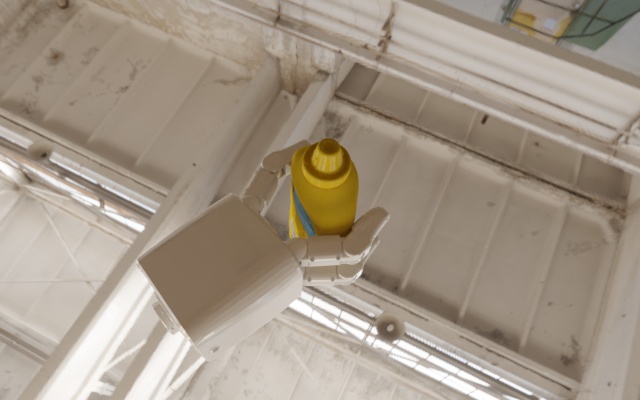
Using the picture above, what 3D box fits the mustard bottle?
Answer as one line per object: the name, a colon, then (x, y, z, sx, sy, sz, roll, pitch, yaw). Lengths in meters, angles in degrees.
mustard bottle: (0.000, 0.001, 0.460, 0.058, 0.096, 0.192, -12, -26, -9)
